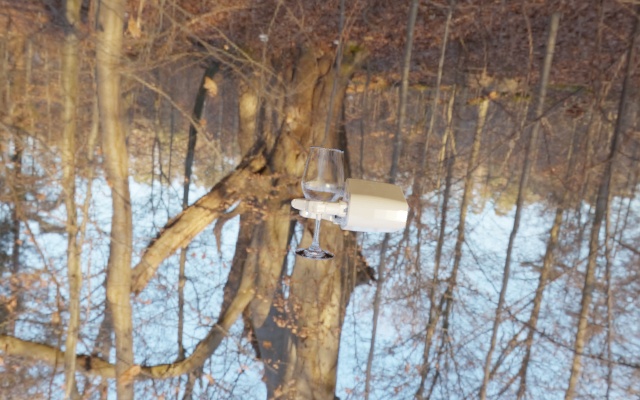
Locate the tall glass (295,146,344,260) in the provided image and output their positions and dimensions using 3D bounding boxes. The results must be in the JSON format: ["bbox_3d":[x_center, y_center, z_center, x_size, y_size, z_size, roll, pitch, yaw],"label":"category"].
[{"bbox_3d":[0.000,0.004,0.882,0.079,0.201,0.079,6,8,-1],"label":"tall glass"}]
